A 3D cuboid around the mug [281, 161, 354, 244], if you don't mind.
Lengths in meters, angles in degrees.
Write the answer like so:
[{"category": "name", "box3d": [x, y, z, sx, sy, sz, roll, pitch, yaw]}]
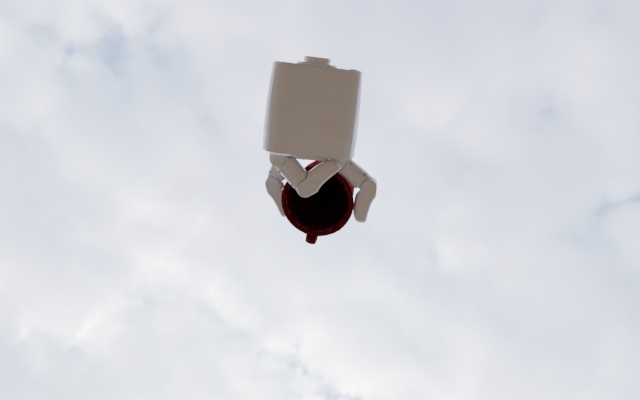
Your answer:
[{"category": "mug", "box3d": [0.000, 0.003, 0.644, 0.093, 0.117, 0.081, 11, 18, 6]}]
